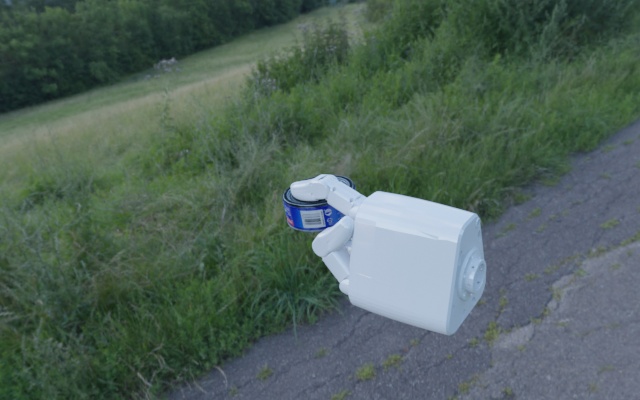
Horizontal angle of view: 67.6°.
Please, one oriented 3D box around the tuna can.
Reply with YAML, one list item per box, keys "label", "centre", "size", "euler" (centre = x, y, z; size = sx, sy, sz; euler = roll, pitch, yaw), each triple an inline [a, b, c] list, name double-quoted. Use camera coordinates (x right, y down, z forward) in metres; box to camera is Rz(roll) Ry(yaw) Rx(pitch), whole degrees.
- label: "tuna can"
  centre: [0.000, 0.001, 0.553]
  size: [0.086, 0.034, 0.086]
  euler: [-9, 24, 4]
